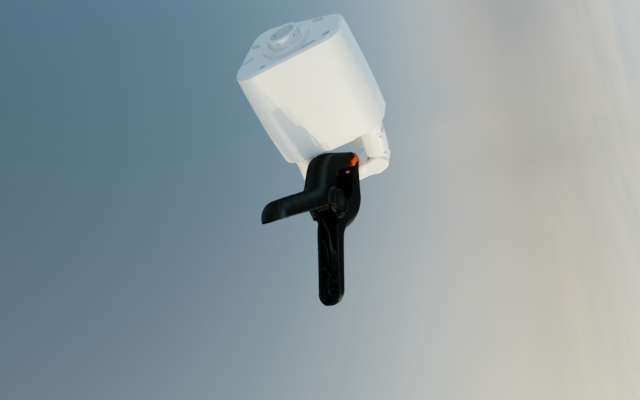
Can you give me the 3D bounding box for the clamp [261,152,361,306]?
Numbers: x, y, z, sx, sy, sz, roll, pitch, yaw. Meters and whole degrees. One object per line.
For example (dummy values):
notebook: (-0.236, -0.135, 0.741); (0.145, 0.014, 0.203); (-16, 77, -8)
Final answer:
clamp: (0.001, 0.001, 0.466); (0.039, 0.171, 0.120); (-11, -47, 26)
